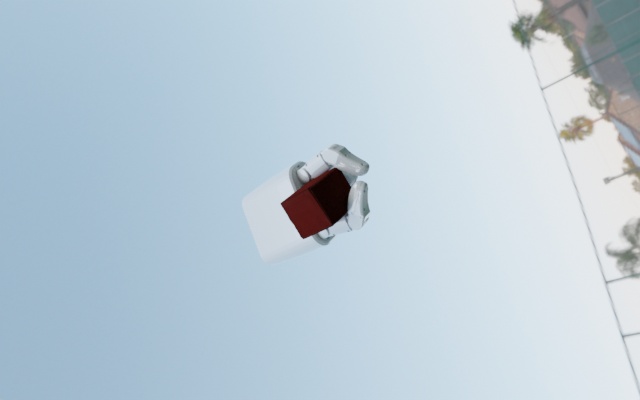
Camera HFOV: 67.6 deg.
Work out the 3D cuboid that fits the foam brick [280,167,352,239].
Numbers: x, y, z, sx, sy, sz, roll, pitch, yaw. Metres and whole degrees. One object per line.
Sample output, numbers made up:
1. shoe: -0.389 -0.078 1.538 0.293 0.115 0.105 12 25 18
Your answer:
1. foam brick: 0.000 0.002 0.577 0.051 0.053 0.078 -26 8 36
